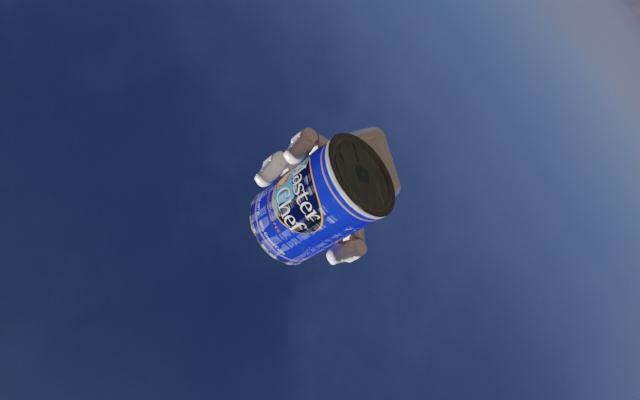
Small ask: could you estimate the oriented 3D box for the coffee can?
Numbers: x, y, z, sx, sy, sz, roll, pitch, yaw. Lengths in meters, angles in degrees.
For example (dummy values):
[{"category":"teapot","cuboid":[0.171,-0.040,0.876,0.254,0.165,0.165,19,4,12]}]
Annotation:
[{"category":"coffee can","cuboid":[0.000,0.002,0.553,0.140,0.102,0.103,-33,-21,37]}]
